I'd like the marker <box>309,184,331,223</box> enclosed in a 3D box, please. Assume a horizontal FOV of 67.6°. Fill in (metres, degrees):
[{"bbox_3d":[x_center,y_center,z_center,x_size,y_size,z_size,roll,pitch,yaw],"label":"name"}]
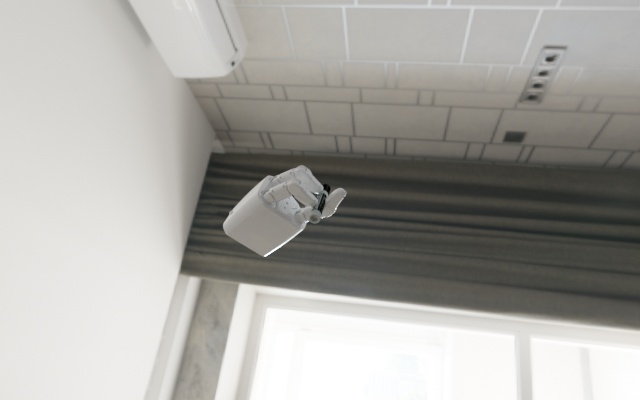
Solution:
[{"bbox_3d":[0.000,0.003,0.844,0.020,0.020,0.121,0,28,11],"label":"marker"}]
